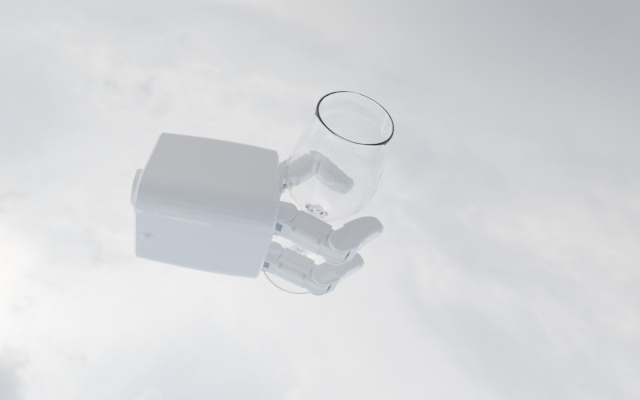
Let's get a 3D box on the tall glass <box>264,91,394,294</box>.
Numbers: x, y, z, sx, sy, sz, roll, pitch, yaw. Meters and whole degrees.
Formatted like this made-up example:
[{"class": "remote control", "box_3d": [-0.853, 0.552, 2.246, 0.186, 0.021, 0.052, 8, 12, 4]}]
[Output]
[{"class": "tall glass", "box_3d": [0.000, 0.002, 0.427, 0.079, 0.079, 0.201, 0, -40, -21]}]
